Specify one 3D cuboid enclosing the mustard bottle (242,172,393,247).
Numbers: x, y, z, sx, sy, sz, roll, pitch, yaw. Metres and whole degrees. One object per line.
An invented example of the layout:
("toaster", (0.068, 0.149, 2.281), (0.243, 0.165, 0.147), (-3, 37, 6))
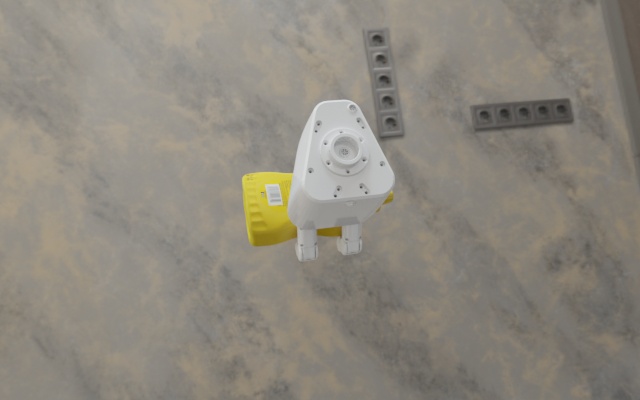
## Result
("mustard bottle", (0.000, 0.002, 0.610), (0.191, 0.096, 0.058), (-6, -39, -11))
